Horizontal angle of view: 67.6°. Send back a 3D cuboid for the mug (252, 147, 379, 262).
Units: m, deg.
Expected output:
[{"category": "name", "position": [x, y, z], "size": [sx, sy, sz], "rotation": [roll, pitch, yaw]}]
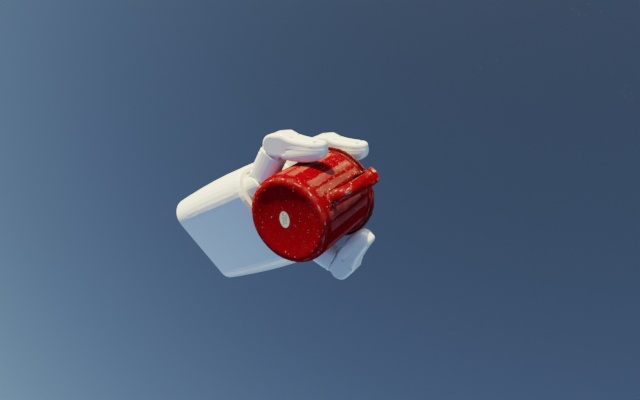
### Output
[{"category": "mug", "position": [0.001, 0.001, 0.432], "size": [0.117, 0.093, 0.081], "rotation": [-21, 7, 36]}]
